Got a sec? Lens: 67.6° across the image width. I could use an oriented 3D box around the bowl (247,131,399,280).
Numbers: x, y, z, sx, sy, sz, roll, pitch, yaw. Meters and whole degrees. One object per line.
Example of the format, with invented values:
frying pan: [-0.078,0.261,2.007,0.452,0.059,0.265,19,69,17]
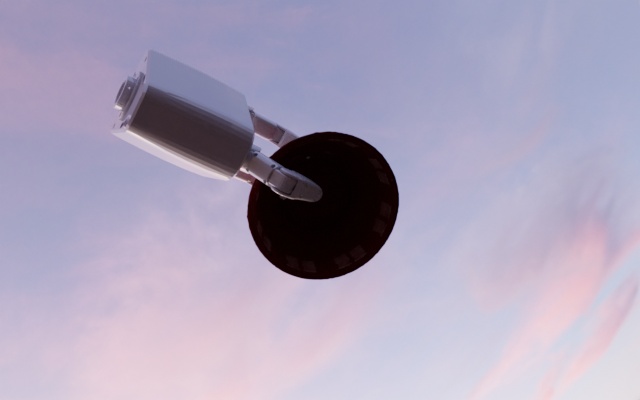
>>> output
bowl: [0.001,0.002,0.517,0.162,0.162,0.055,0,18,-13]
